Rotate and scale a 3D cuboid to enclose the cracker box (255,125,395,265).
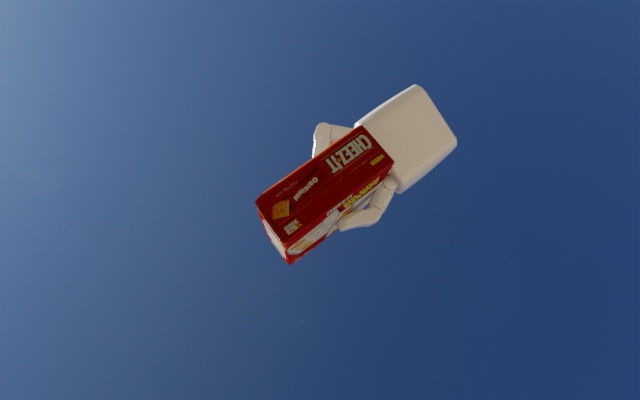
[{"bbox_3d":[0.000,0.002,0.653,0.164,0.072,0.214,-37,-10,-10],"label":"cracker box"}]
